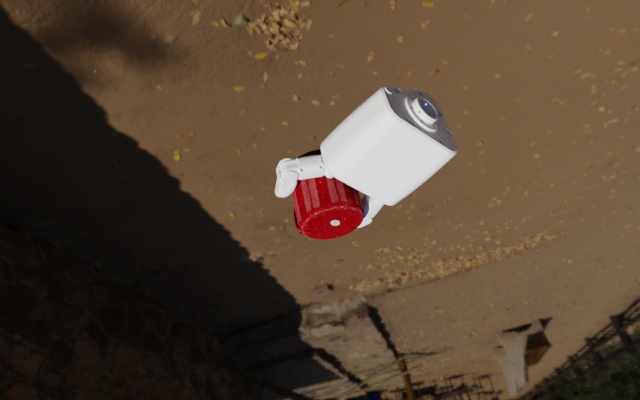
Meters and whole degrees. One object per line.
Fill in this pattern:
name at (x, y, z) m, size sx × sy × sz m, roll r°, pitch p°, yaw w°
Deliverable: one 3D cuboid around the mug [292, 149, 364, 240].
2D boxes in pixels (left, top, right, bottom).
mug at (-0.001, 0.003, 0.602) m, size 0.093 × 0.081 × 0.117 m, roll 12°, pitch -40°, yaw -35°
